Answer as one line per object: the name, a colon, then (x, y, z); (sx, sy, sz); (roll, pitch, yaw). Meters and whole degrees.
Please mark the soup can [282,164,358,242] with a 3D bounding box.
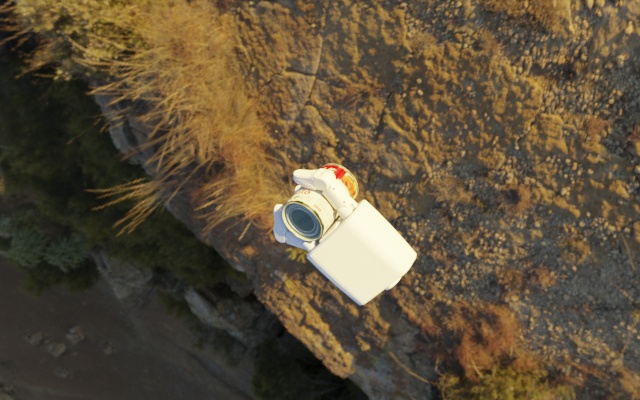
soup can: (0.000, 0.002, 0.673); (0.068, 0.068, 0.102); (0, 33, 37)
